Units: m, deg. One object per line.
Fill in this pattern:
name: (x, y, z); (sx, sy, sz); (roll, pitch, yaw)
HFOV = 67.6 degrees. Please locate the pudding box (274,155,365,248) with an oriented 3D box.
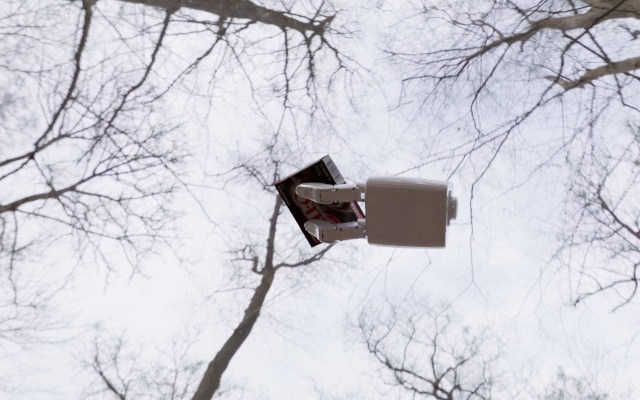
pudding box: (0.000, 0.002, 0.693); (0.090, 0.113, 0.039); (-26, 7, 27)
